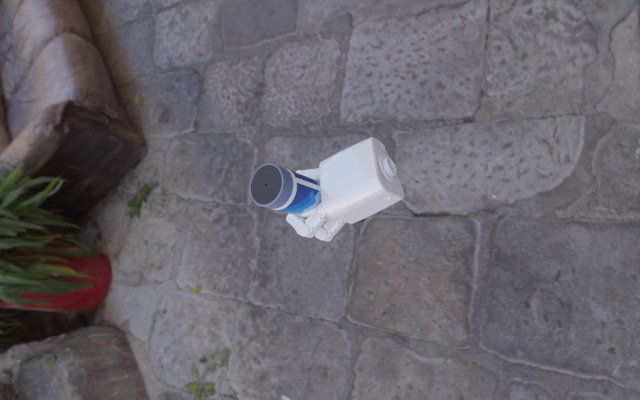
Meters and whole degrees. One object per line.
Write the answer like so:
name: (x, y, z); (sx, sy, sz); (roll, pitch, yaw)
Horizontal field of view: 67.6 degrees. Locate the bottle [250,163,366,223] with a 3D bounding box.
bottle: (0.000, 0.003, 0.838); (0.069, 0.069, 0.296); (0, -11, 35)
